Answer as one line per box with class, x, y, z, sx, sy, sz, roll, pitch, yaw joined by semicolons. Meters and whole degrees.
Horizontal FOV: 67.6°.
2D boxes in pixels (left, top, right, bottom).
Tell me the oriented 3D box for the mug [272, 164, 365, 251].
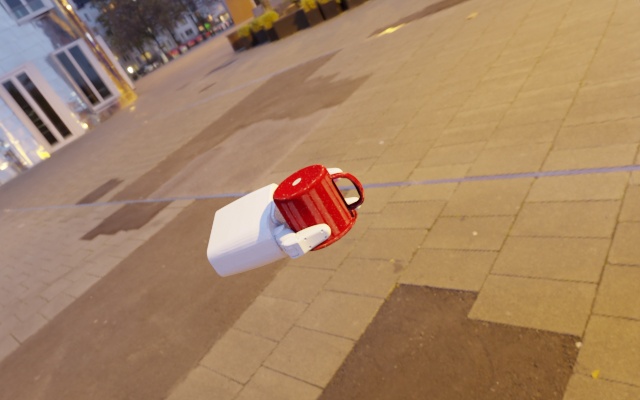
mug;0.001;0.001;0.626;0.117;0.081;0.093;-24;24;18
